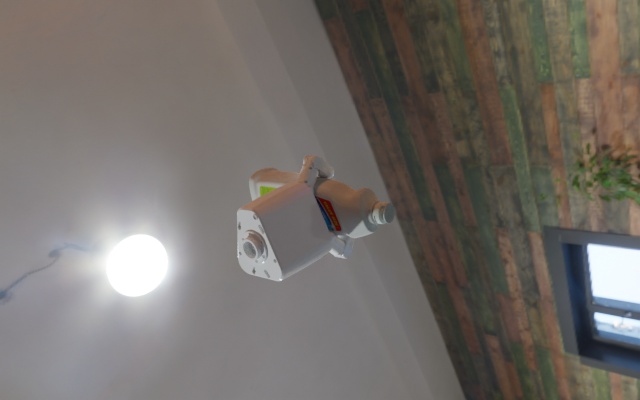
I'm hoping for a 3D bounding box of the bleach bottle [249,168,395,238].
[{"bbox_3d":[0.000,0.003,0.746,0.251,0.102,0.068,4,22,40],"label":"bleach bottle"}]
